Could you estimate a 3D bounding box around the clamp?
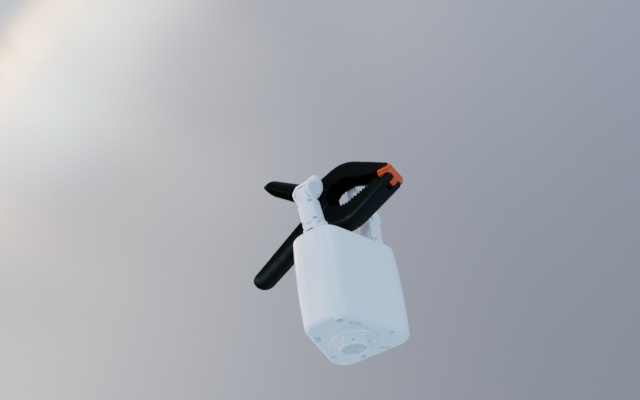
[{"bbox_3d":[0.000,0.001,0.585,0.210,0.164,0.036,-30,-47,23],"label":"clamp"}]
